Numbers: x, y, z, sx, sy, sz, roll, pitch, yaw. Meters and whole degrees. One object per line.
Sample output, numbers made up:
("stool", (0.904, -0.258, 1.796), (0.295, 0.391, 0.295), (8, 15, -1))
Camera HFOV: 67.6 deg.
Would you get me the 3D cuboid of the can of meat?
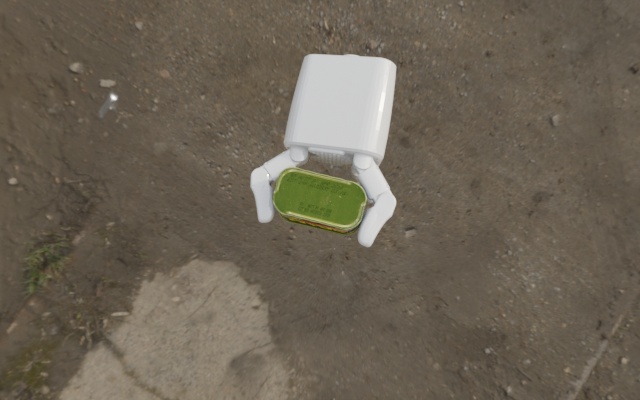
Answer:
("can of meat", (0.000, 0.002, 0.530), (0.102, 0.057, 0.084), (13, -6, 3))
